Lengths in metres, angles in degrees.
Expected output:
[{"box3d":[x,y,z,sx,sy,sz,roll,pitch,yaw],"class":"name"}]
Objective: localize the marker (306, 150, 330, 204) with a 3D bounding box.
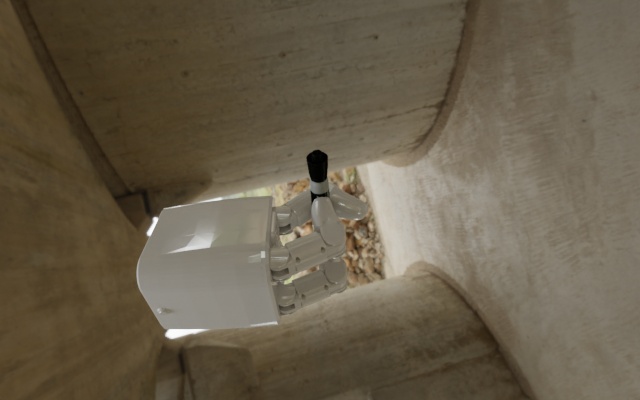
[{"box3d":[0.000,0.001,0.448,0.020,0.020,0.121,0,-44,5],"class":"marker"}]
